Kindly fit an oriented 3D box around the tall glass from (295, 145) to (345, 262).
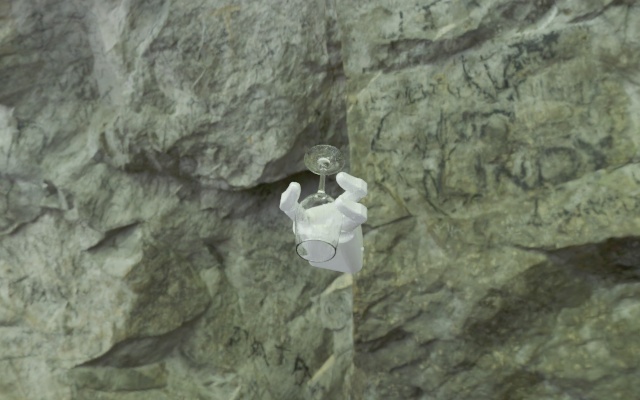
[{"bbox_3d":[0.000,0.002,0.792,0.079,0.200,0.079,3,-41,3],"label":"tall glass"}]
